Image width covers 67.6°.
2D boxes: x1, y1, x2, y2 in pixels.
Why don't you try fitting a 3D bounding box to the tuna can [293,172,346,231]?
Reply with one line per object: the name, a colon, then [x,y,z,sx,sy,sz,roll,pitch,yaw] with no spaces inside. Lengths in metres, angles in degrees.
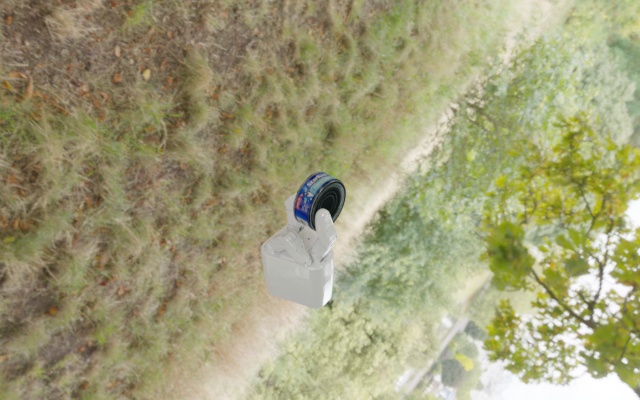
tuna can: [0.001,0.003,0.717,0.033,0.086,0.086,27,15,33]
